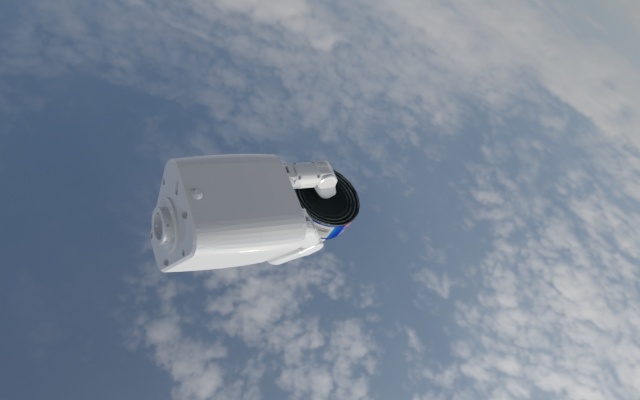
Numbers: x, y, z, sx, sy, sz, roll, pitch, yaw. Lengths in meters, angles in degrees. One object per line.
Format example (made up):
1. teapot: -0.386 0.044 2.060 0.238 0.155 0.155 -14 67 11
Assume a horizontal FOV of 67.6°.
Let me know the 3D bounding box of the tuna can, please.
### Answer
1. tuna can: 0.000 0.002 0.553 0.086 0.086 0.034 0 -36 -31
